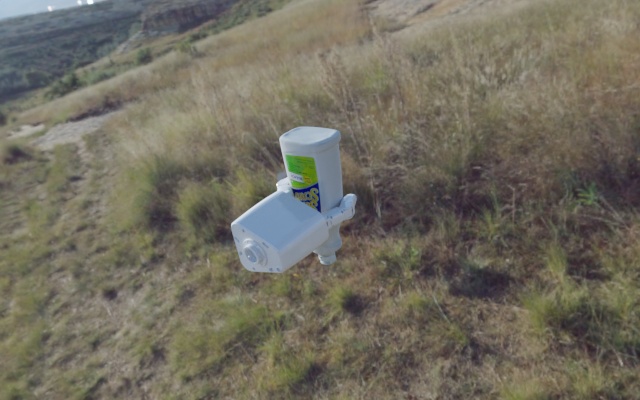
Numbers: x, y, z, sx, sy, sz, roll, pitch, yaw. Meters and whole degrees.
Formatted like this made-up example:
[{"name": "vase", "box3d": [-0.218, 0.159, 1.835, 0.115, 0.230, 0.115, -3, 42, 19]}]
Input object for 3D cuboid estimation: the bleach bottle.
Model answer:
[{"name": "bleach bottle", "box3d": [0.000, 0.003, 0.822, 0.102, 0.251, 0.068, 13, 35, 38]}]
